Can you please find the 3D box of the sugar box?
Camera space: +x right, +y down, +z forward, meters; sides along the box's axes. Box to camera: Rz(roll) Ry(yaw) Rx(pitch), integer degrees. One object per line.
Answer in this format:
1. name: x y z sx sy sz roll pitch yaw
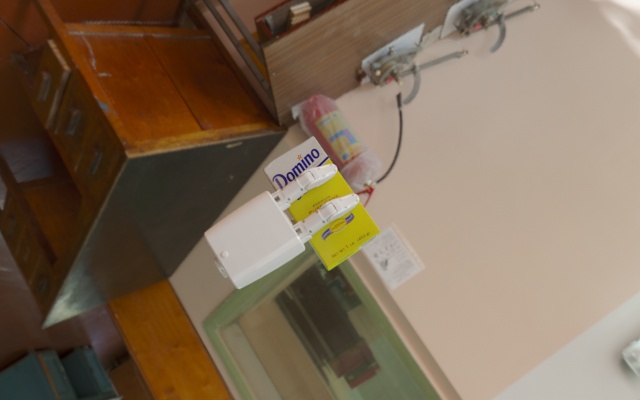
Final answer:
1. sugar box: 0.000 0.002 0.694 0.093 0.176 0.048 -33 -13 -6
